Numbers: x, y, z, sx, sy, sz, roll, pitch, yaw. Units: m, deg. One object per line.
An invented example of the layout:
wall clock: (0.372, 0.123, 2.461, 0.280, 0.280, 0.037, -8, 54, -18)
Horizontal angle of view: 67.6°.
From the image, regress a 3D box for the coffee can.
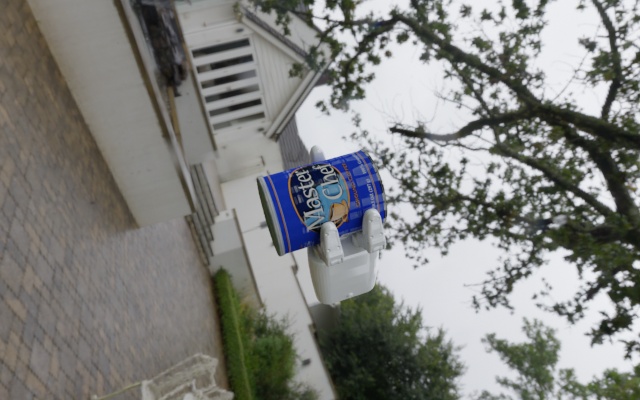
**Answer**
coffee can: (0.000, 0.002, 0.606, 0.140, 0.103, 0.103, -16, 3, -10)
